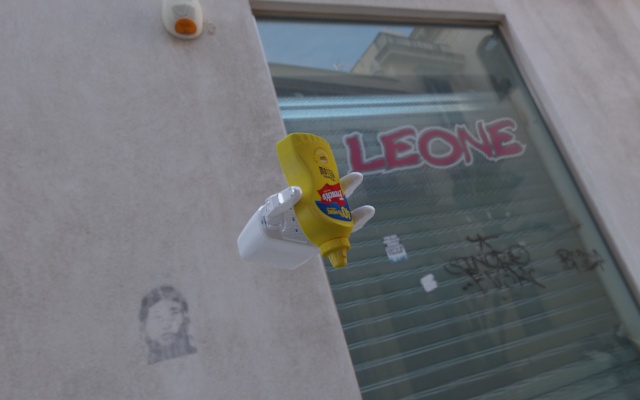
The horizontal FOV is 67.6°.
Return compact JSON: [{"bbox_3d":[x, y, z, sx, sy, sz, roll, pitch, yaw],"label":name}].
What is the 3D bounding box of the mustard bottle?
[{"bbox_3d":[0.000,0.002,0.666,0.058,0.191,0.096,-30,-25,30],"label":"mustard bottle"}]
